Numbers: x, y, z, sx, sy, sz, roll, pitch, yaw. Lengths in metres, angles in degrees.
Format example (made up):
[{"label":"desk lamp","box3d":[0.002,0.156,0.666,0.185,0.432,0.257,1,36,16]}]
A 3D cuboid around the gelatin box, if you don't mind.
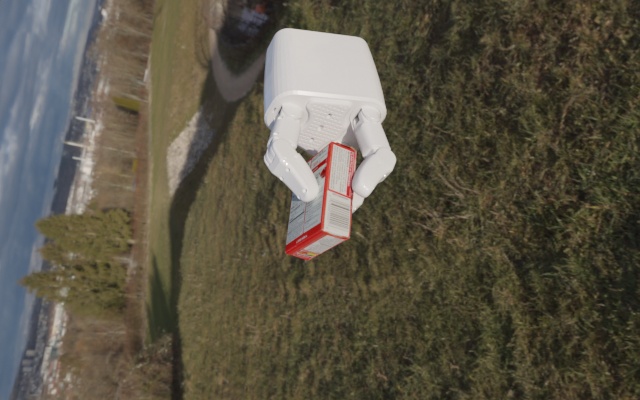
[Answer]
[{"label":"gelatin box","box3d":[0.000,0.002,0.432,0.030,0.089,0.073,18,-29,-23]}]
